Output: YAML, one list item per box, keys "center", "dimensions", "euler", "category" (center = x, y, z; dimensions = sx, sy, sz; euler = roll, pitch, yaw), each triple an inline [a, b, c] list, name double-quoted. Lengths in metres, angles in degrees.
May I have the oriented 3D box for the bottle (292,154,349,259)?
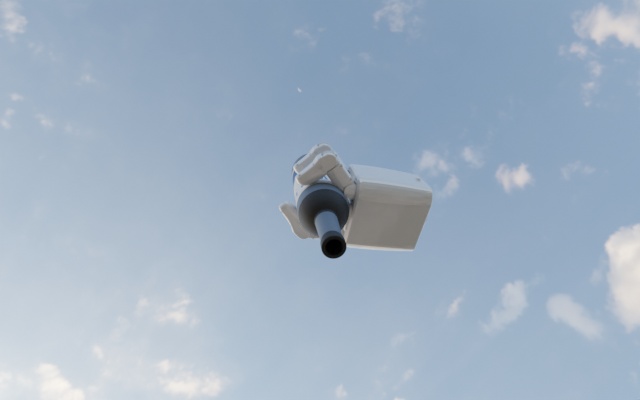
- center: [0.000, 0.002, 0.644]
  dimensions: [0.069, 0.069, 0.295]
  euler: [0, 19, -6]
  category: "bottle"
